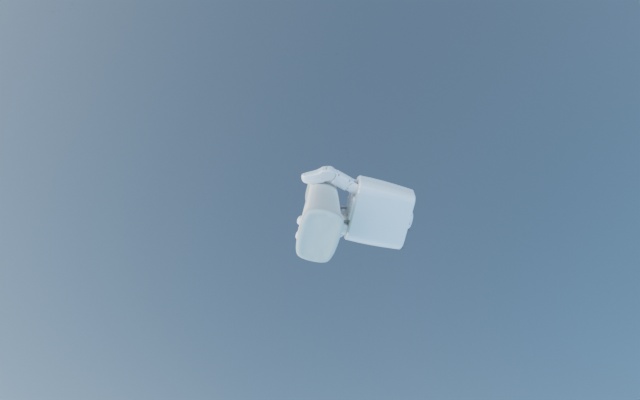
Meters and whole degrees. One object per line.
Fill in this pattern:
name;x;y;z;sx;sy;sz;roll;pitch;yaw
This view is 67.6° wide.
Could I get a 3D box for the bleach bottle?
bleach bottle;0.000;0.003;0.865;0.068;0.103;0.250;13;27;-5
